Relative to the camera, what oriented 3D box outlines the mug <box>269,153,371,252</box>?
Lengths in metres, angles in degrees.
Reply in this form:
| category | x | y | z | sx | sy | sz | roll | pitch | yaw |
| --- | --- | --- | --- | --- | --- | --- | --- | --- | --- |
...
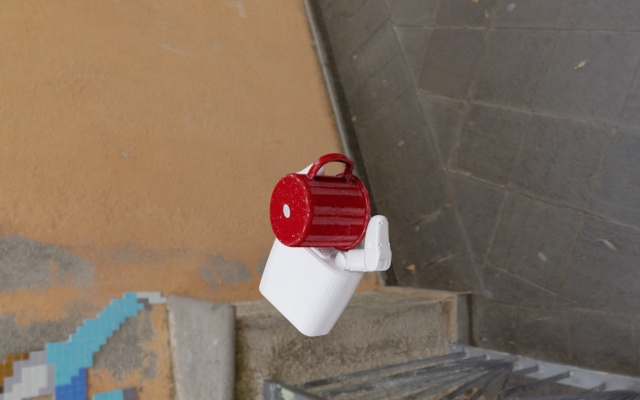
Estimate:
| category | x | y | z | sx | sy | sz | roll | pitch | yaw |
| --- | --- | --- | --- | --- | --- | --- | --- | --- | --- |
| mug | 0.000 | 0.001 | 0.532 | 0.081 | 0.117 | 0.093 | 2 | 30 | -37 |
